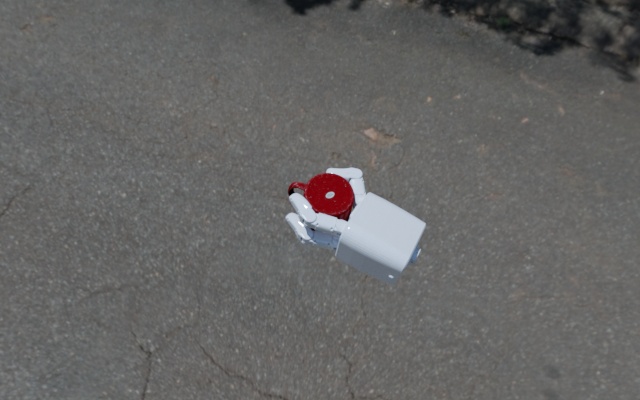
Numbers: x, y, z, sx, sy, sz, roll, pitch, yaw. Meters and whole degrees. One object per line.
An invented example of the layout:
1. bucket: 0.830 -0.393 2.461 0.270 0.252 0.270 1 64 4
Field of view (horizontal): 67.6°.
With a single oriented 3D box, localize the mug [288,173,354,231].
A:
1. mug: -0.001 0.002 0.788 0.117 0.093 0.081 27 -29 10
